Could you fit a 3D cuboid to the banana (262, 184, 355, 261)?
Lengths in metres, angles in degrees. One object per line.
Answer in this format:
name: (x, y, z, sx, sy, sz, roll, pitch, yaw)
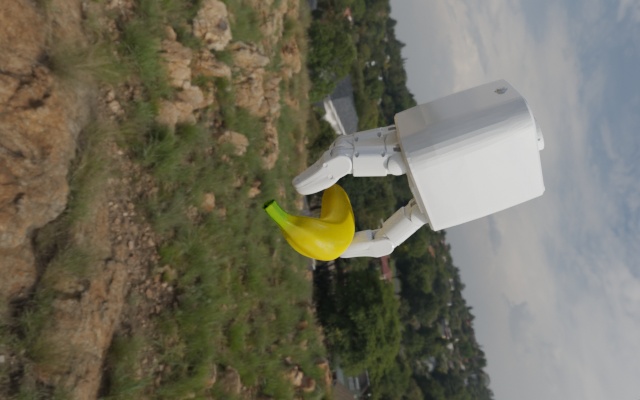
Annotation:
banana: (0.006, 0.019, 0.459, 0.037, 0.069, 0.198, -23, -1, 16)
